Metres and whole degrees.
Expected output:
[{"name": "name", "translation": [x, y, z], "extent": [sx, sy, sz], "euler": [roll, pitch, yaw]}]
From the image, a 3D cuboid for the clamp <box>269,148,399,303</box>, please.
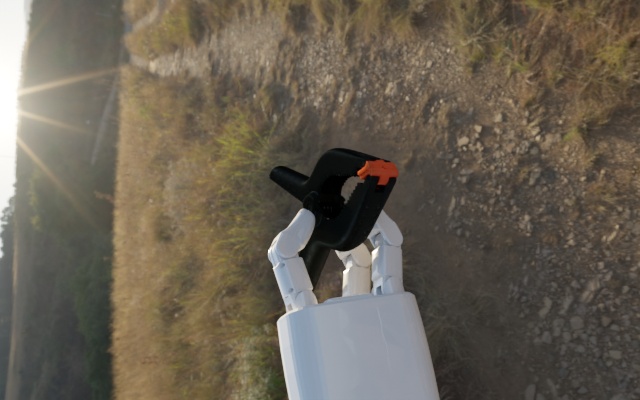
[{"name": "clamp", "translation": [0.000, 0.001, 0.464], "extent": [0.036, 0.164, 0.210], "euler": [0, -27, -29]}]
